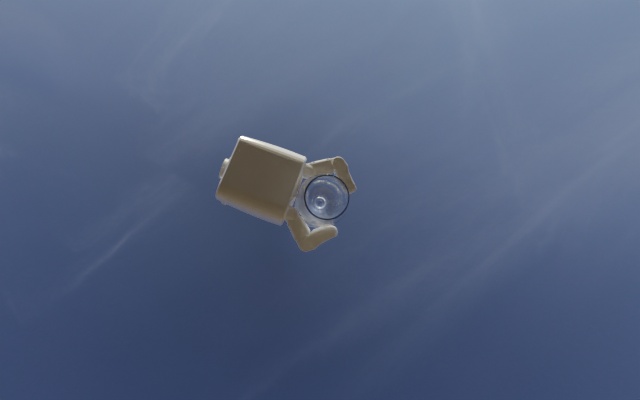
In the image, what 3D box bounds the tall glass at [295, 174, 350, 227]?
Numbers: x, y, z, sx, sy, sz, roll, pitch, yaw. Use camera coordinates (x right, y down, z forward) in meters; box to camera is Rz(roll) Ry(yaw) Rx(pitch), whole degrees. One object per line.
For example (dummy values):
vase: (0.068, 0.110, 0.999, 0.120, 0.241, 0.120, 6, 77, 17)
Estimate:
tall glass: (0.000, 0.002, 0.739, 0.079, 0.079, 0.201, 0, -4, -5)
